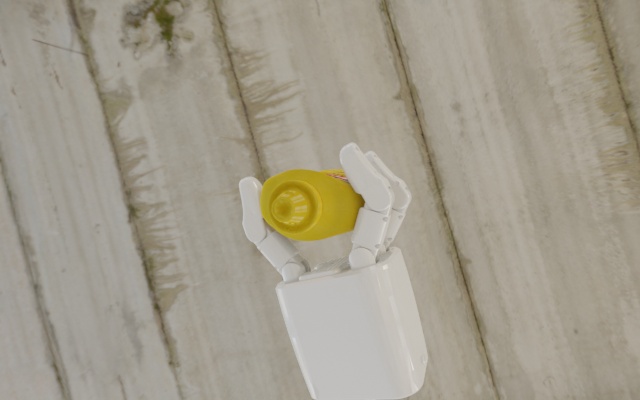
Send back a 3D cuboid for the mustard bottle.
[{"bbox_3d":[0.000,0.001,0.429,0.096,0.058,0.191,9,6,16],"label":"mustard bottle"}]
